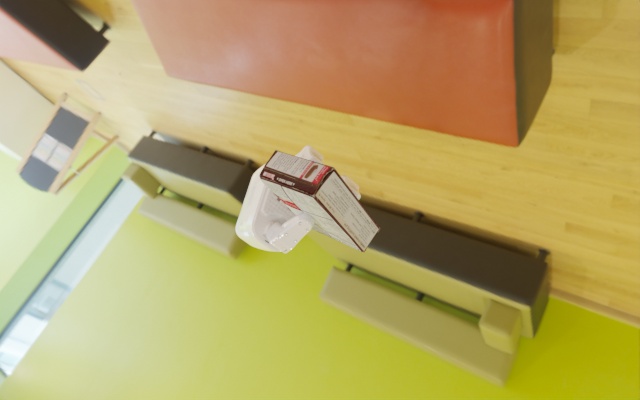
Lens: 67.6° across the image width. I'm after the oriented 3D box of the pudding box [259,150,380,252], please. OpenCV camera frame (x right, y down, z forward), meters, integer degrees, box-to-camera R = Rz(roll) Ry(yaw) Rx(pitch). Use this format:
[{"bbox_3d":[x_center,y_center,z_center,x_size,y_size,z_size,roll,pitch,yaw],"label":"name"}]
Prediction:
[{"bbox_3d":[0.000,0.002,0.503,0.090,0.039,0.113,19,-19,43],"label":"pudding box"}]
